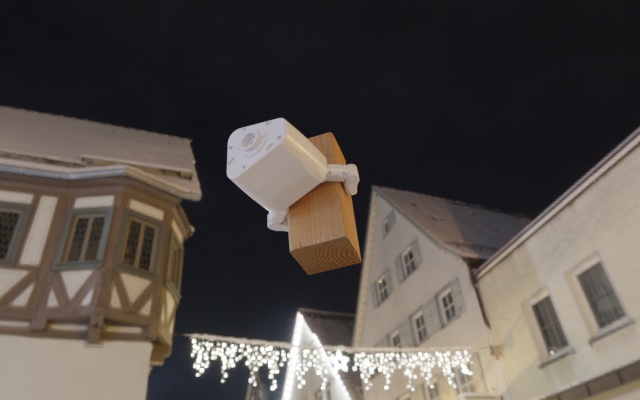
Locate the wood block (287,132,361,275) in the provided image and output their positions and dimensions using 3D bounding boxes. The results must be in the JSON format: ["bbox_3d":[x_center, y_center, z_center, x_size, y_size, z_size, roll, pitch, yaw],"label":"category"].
[{"bbox_3d":[0.000,0.002,0.777,0.091,0.206,0.090,-15,-36,12],"label":"wood block"}]
